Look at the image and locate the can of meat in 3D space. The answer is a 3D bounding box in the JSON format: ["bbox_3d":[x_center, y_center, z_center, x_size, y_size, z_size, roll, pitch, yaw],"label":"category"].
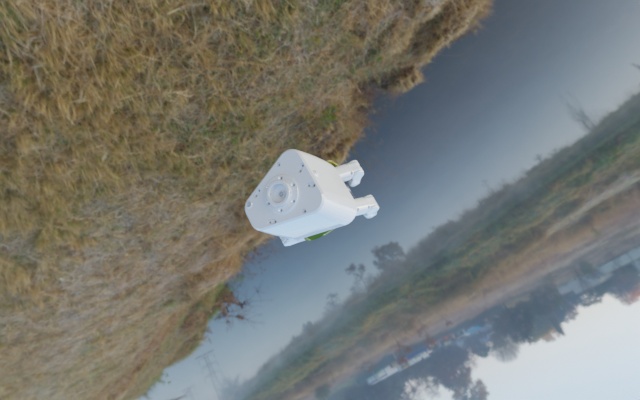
[{"bbox_3d":[0.000,0.003,0.734,0.102,0.084,0.057,-34,-20,13],"label":"can of meat"}]
